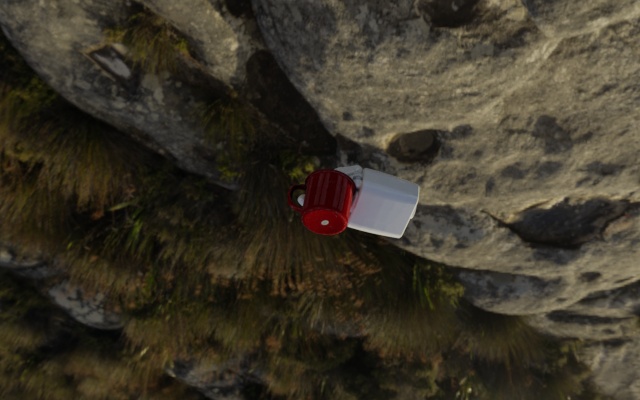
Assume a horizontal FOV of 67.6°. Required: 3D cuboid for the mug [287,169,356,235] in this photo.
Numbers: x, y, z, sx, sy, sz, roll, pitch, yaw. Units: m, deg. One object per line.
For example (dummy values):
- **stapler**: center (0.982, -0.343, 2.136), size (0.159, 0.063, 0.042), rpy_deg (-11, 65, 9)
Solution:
- **mug**: center (-0.001, 0.002, 0.828), size (0.117, 0.081, 0.093), rpy_deg (14, -38, -4)
